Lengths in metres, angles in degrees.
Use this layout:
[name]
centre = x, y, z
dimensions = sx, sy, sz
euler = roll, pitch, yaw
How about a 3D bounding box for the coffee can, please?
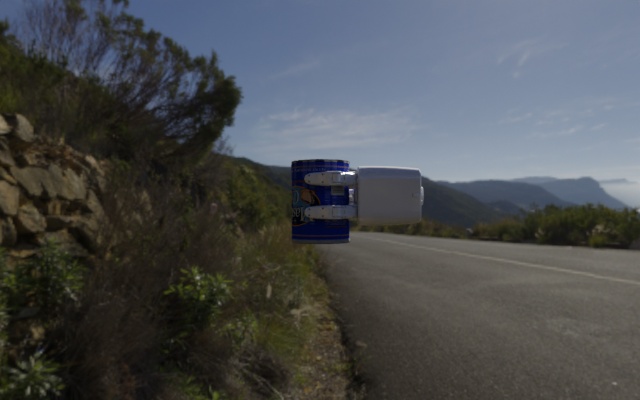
[coffee can]
centre = 0.000, 0.003, 0.832
dimensions = 0.103, 0.140, 0.103
euler = 0, -1, 0
